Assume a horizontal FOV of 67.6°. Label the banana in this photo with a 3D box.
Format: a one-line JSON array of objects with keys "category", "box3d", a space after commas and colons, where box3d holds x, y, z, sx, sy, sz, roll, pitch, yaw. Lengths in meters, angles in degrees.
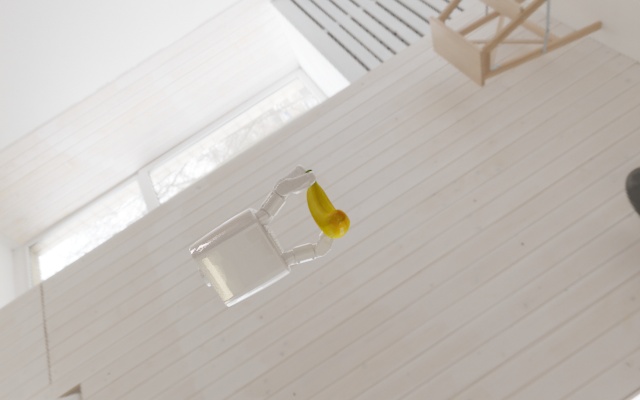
[{"category": "banana", "box3d": [0.007, 0.016, 0.670, 0.037, 0.070, 0.197, -29, 24, -4]}]
